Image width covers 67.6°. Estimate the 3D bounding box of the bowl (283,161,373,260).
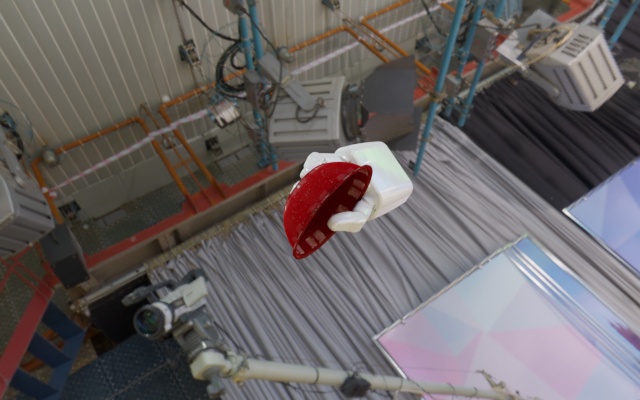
[{"bbox_3d":[-0.001,0.002,0.651,0.055,0.162,0.162,39,12,16],"label":"bowl"}]
